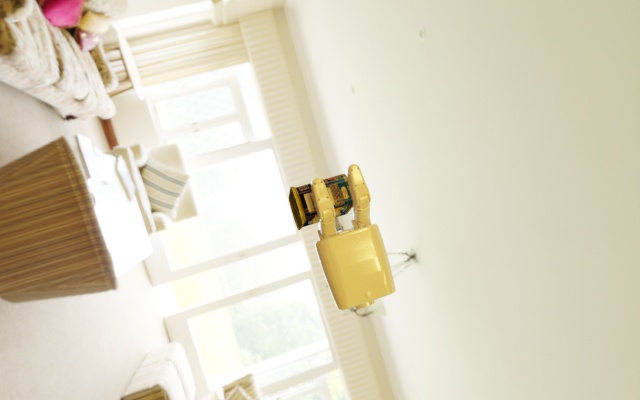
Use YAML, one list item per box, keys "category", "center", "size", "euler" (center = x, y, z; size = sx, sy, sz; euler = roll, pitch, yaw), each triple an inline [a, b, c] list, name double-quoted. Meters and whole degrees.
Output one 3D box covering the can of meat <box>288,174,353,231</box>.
- category: "can of meat"
  center: [0.000, 0.002, 0.727]
  size: [0.084, 0.057, 0.102]
  euler: [-16, -10, -9]
